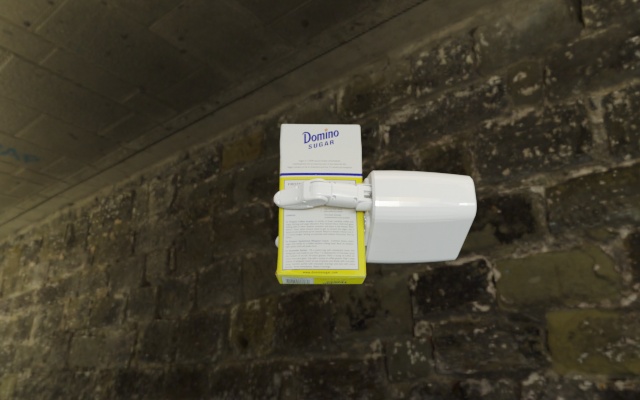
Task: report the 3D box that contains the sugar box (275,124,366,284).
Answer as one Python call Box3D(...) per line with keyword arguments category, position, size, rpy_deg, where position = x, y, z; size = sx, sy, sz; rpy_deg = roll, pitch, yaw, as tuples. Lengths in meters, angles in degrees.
Box3D(category="sugar box", position=(0.000, 0.002, 0.529), size=(0.093, 0.176, 0.048), rpy_deg=(1, -23, -1))
